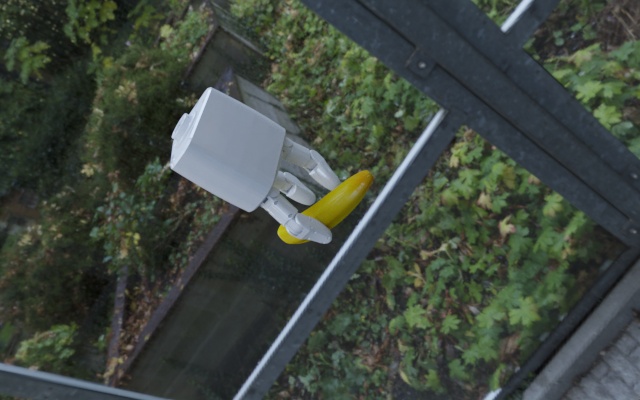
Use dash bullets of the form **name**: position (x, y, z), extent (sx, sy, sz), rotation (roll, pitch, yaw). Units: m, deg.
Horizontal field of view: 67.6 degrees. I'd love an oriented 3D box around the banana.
- **banana**: position (-0.007, 0.018, 0.621), extent (0.037, 0.069, 0.198), rotation (32, -33, -22)
